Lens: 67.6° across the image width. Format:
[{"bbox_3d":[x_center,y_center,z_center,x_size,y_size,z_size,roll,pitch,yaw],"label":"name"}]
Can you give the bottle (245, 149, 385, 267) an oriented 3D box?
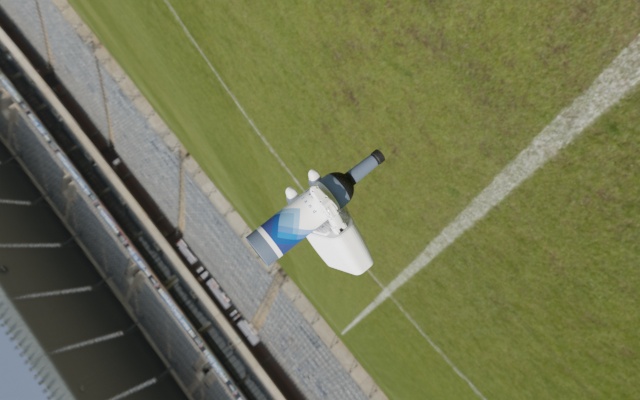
[{"bbox_3d":[0.000,0.003,0.876,0.295,0.069,0.069,-38,8,-11],"label":"bottle"}]
